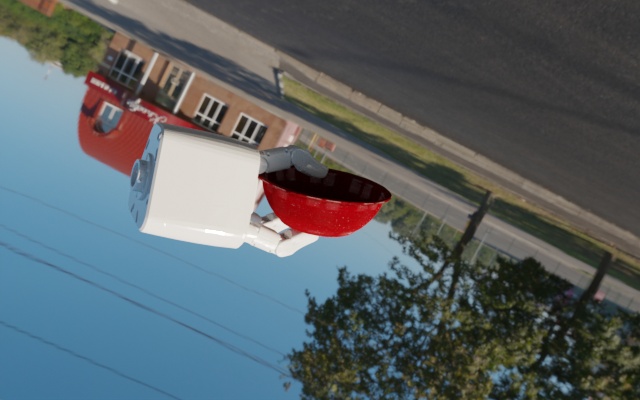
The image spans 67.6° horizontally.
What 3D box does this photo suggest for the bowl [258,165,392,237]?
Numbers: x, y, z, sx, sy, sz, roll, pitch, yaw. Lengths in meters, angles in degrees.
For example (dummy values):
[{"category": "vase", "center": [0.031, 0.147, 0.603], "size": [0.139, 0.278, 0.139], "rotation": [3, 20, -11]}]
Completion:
[{"category": "bowl", "center": [0.001, 0.002, 0.570], "size": [0.162, 0.055, 0.162], "rotation": [9, 15, -3]}]
